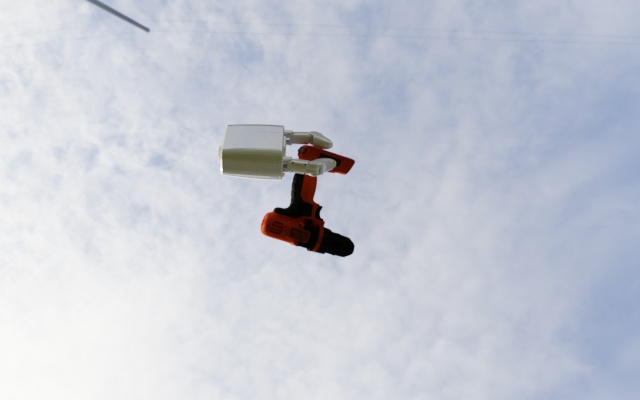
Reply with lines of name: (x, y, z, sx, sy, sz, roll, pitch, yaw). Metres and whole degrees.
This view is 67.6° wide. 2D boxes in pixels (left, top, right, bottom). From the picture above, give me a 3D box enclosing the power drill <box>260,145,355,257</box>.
power drill: (0.000, 0.002, 0.884, 0.184, 0.187, 0.057, 18, 1, -18)
